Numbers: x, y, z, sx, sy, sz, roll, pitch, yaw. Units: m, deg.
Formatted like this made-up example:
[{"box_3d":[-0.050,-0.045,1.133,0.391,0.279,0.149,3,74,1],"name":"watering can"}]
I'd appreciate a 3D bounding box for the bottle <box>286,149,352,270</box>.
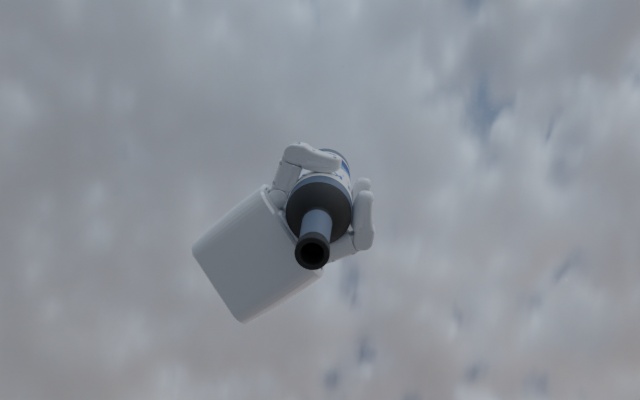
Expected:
[{"box_3d":[0.000,0.002,0.508,0.069,0.069,0.295,0,16,3],"name":"bottle"}]
